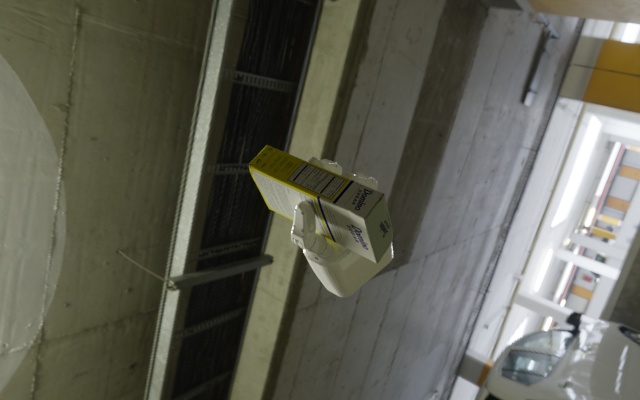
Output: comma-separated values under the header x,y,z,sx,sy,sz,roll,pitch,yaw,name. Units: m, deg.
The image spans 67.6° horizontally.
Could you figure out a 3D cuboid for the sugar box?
x,y,z,sx,sy,sz,roll,pitch,yaw,name
0.000,0.002,0.573,0.176,0.048,0.093,23,-28,30,sugar box
